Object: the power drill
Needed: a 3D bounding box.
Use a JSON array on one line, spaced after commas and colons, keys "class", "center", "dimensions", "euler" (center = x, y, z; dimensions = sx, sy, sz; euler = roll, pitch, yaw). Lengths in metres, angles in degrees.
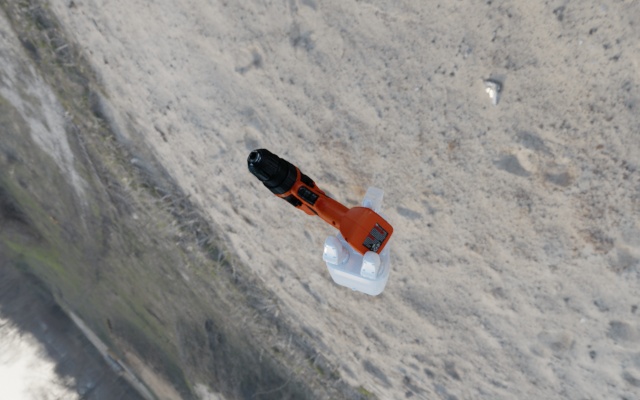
[{"class": "power drill", "center": [0.001, 0.003, 0.668], "dimensions": [0.187, 0.057, 0.184], "euler": [34, 0, 36]}]
